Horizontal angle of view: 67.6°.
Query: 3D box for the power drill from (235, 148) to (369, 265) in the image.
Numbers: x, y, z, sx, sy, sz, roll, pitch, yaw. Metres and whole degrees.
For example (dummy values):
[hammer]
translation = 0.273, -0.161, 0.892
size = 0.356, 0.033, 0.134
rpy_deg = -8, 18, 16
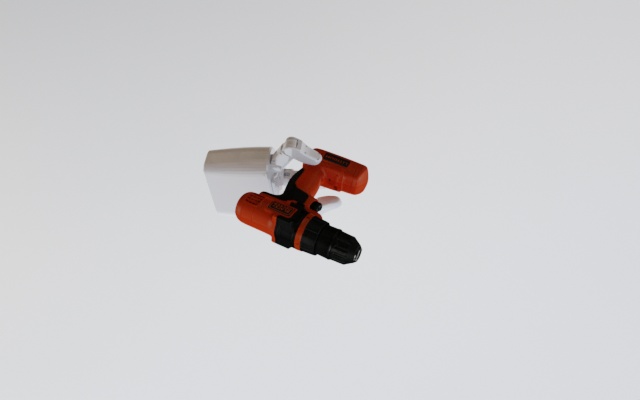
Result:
[power drill]
translation = 0.000, 0.002, 0.685
size = 0.184, 0.057, 0.187
rpy_deg = 23, 39, 17
